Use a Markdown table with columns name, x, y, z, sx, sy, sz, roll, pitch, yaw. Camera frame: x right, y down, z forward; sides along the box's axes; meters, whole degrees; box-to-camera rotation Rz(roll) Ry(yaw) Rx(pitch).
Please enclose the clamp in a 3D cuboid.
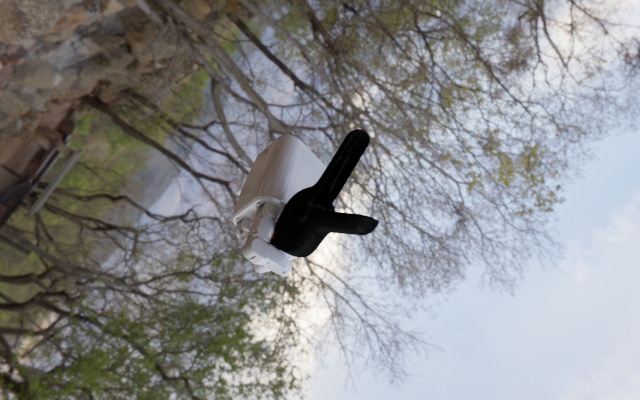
| name | x | y | z | sx | sy | sz | roll | pitch | yaw |
| --- | --- | --- | --- | --- | --- | --- | --- | --- | --- |
| clamp | 0.000 | 0.002 | 0.510 | 0.039 | 0.120 | 0.171 | 30 | -37 | -28 |
